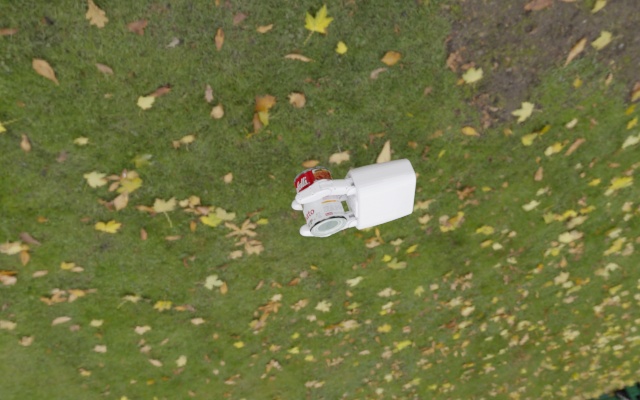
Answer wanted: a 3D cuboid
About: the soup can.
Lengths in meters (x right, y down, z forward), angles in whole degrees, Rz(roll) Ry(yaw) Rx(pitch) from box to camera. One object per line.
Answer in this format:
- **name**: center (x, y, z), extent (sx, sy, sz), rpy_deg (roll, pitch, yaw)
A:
- **soup can**: center (0.000, 0.003, 0.823), extent (0.068, 0.102, 0.068), rpy_deg (-15, -26, -8)
